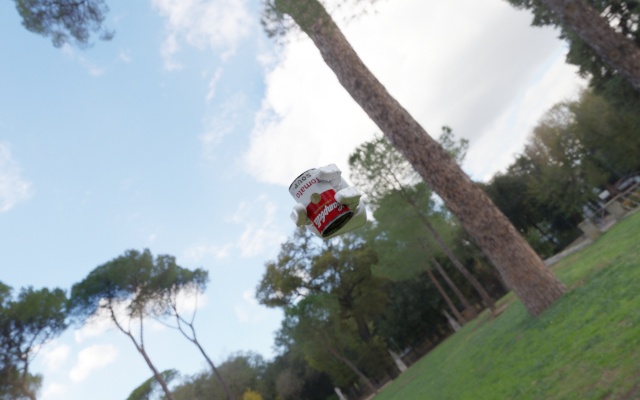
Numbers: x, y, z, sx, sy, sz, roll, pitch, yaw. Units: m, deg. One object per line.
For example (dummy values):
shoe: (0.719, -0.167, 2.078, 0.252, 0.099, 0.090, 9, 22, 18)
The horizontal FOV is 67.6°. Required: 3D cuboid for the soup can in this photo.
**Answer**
soup can: (0.000, 0.002, 0.818, 0.068, 0.102, 0.068, -34, -19, -13)
